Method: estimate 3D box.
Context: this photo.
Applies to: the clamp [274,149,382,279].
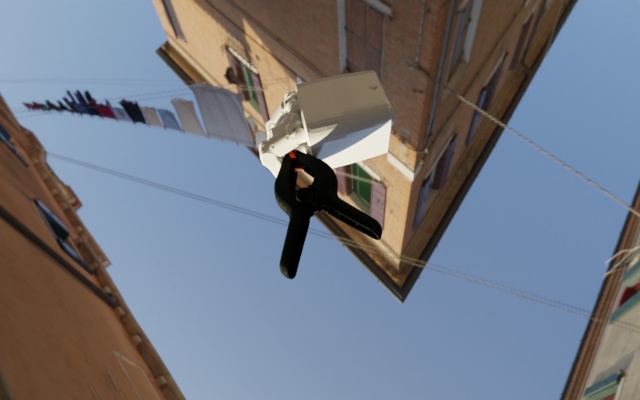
[{"bbox_3d":[0.000,0.002,0.564,0.120,0.171,0.039,-14,-33,2],"label":"clamp"}]
